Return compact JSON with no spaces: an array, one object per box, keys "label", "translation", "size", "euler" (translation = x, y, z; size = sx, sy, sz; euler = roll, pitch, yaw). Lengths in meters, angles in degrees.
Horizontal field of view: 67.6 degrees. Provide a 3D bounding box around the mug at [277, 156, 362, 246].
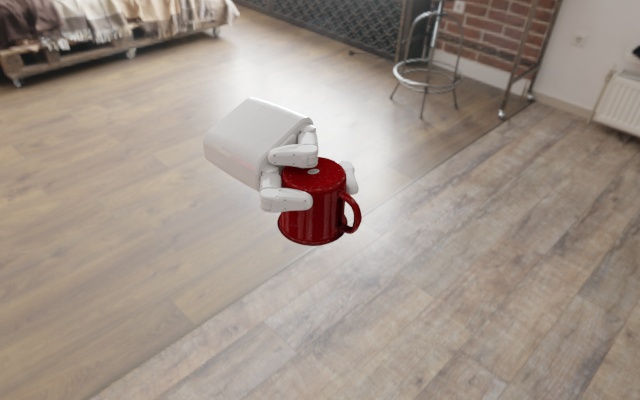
[{"label":"mug","translation":[0.001,0.002,0.600],"size":[0.117,0.082,0.093],"euler":[26,43,29]}]
